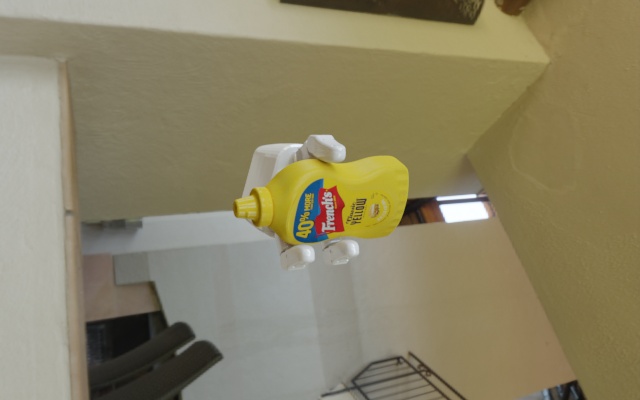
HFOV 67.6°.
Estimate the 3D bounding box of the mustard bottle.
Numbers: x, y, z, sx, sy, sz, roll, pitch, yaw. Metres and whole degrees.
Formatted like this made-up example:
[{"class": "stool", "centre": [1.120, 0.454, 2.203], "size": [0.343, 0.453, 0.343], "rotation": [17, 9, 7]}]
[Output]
[{"class": "mustard bottle", "centre": [0.000, 0.002, 0.518], "size": [0.191, 0.096, 0.058], "rotation": [-4, 33, -26]}]
